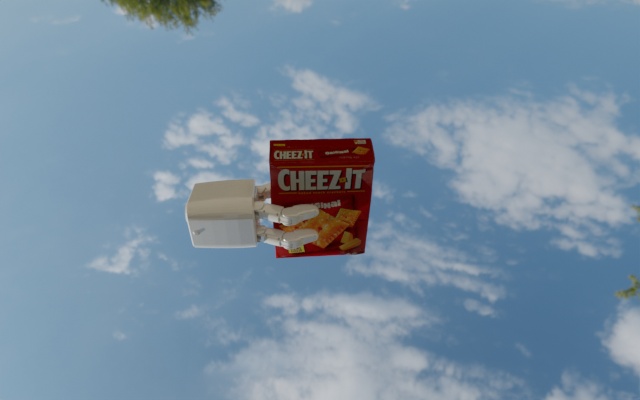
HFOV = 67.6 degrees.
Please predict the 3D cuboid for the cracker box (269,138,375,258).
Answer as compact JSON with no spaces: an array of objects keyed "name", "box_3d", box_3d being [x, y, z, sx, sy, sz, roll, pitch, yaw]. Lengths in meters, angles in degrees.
[{"name":"cracker box","box_3d":[0.000,0.003,0.804,0.164,0.214,0.072,-2,42,-3]}]
